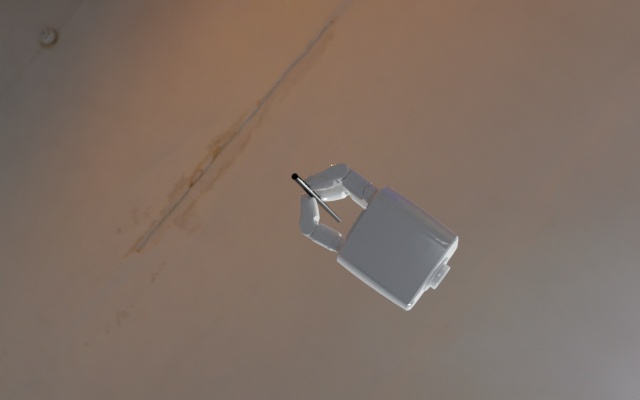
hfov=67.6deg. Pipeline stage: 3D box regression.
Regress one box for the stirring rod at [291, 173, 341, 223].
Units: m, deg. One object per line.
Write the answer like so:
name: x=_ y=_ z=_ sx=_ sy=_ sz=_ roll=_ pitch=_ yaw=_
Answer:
stirring rod: x=0.000 y=0.002 z=0.659 sx=0.011 sy=0.011 sz=0.239 roll=0 pitch=-14 yaw=15
